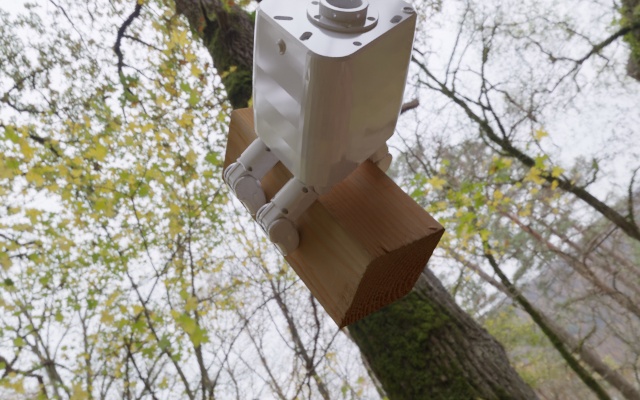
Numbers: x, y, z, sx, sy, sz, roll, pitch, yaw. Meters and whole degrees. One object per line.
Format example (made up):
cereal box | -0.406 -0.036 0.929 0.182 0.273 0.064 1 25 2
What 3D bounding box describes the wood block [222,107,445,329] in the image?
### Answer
wood block | 0.000 0.001 0.446 0.091 0.090 0.206 -17 50 -35
